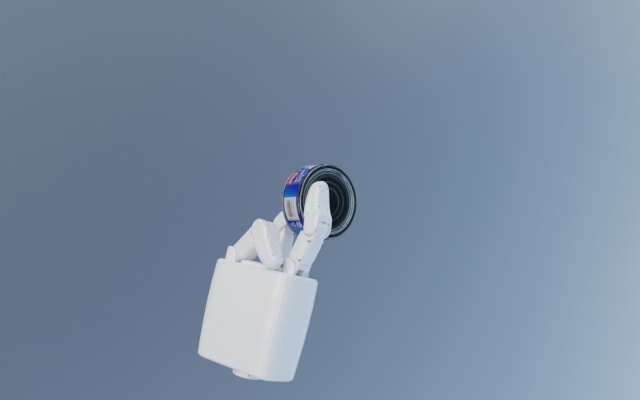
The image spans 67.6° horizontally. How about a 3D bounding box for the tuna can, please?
[{"bbox_3d":[0.000,0.002,0.538,0.086,0.086,0.034,0,-2,-39],"label":"tuna can"}]
